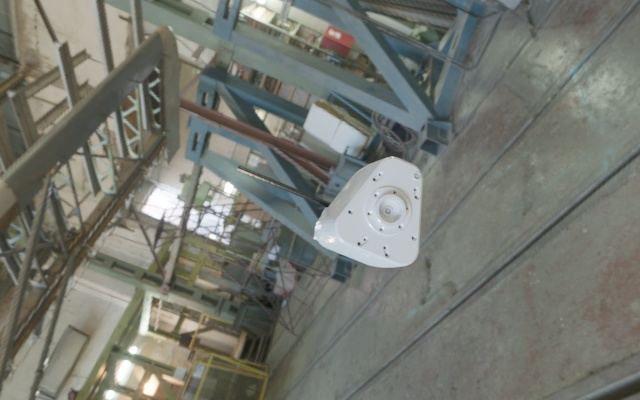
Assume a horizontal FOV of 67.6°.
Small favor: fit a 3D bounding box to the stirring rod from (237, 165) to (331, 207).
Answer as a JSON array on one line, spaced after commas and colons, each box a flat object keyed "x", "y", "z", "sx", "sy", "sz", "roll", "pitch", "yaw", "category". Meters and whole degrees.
[{"x": 0.000, "y": 0.002, "z": 0.652, "sx": 0.239, "sy": 0.011, "sz": 0.011, "roll": 22, "pitch": -3, "yaw": -7, "category": "stirring rod"}]
